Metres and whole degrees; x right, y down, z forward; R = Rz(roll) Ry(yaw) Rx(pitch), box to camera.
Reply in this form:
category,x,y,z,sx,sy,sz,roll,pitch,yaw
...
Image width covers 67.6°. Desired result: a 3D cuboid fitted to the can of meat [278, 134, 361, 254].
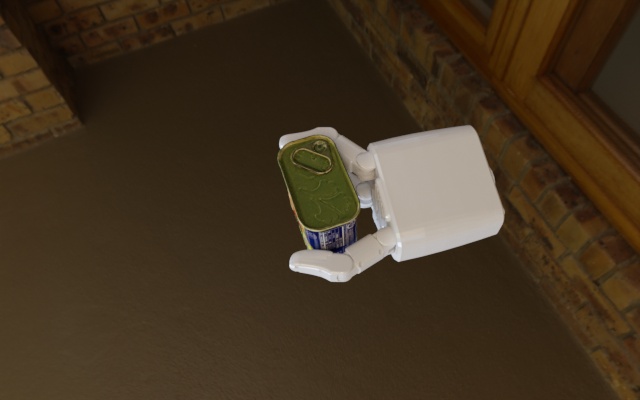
category,x,y,z,sx,sy,sz,roll,pitch,yaw
can of meat,0.000,0.002,0.471,0.057,0.102,0.084,-18,-30,-6
